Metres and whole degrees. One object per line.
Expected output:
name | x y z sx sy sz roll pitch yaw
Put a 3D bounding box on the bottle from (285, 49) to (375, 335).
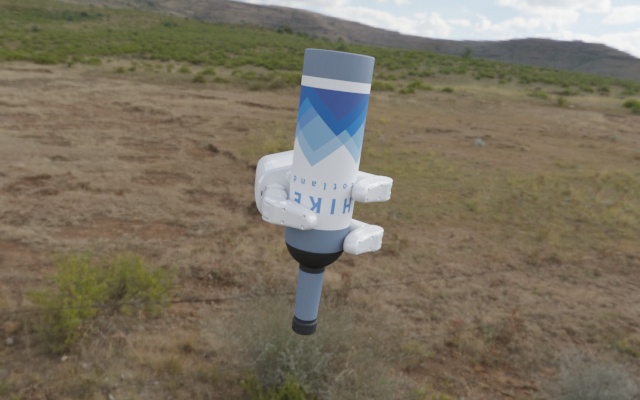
bottle | 0.000 0.001 0.490 0.069 0.296 0.069 7 15 -2
